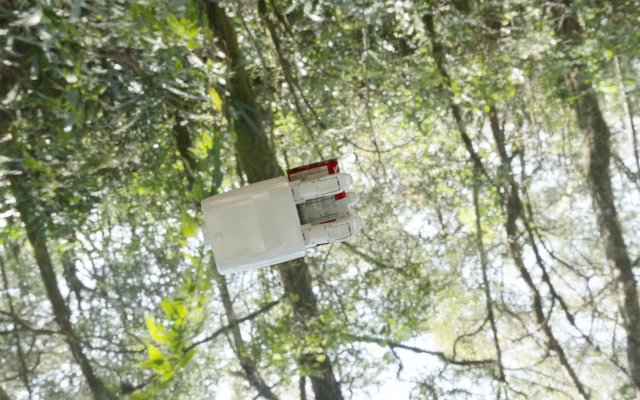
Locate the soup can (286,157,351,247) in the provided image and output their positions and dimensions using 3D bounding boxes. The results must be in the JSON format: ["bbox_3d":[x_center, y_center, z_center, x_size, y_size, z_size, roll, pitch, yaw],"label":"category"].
[{"bbox_3d":[0.001,0.002,0.611,0.068,0.102,0.068,-14,4,1],"label":"soup can"}]
